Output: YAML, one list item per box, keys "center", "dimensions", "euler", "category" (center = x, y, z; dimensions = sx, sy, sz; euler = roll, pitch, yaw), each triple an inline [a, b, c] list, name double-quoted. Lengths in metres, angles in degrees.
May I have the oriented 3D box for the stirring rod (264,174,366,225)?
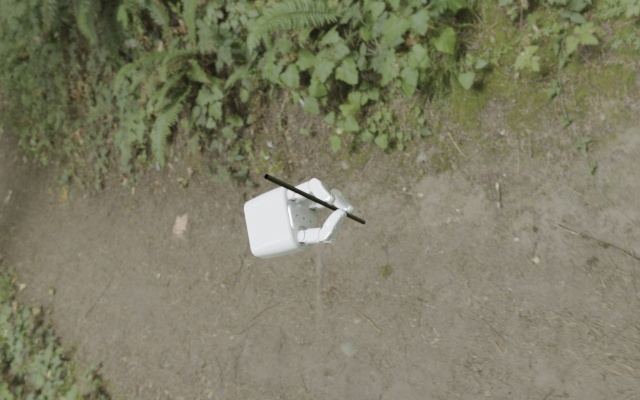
- center: [0.000, 0.003, 0.754]
  dimensions: [0.011, 0.011, 0.239]
  euler: [0, -18, 41]
  category: "stirring rod"
